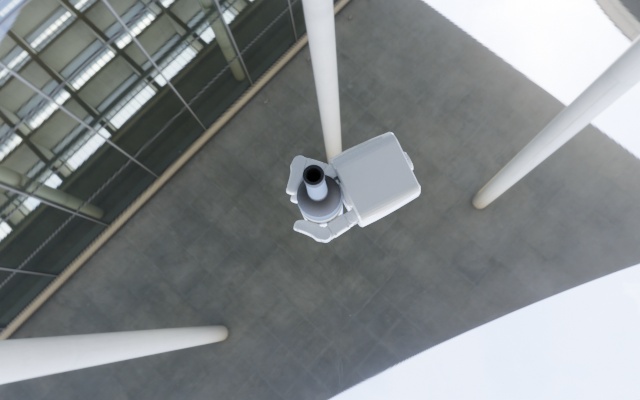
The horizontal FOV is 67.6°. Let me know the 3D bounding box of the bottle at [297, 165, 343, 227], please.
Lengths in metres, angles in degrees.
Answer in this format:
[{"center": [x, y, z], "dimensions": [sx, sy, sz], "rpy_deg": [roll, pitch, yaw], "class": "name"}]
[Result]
[{"center": [0.000, 0.003, 0.735], "dimensions": [0.069, 0.069, 0.296], "rpy_deg": [0, -13, 4], "class": "bottle"}]
